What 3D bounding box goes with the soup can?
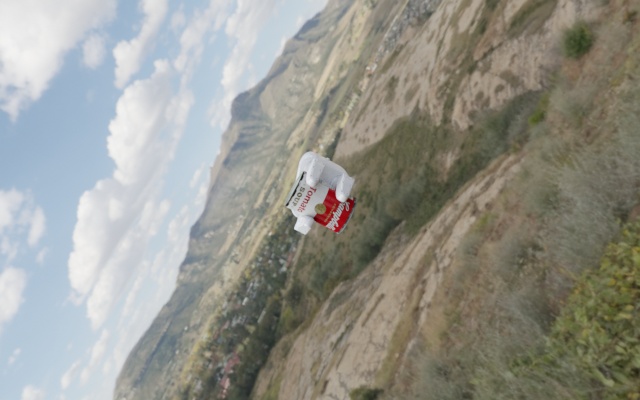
[{"bbox_3d":[0.000,0.003,0.794,0.102,0.068,0.068,28,-4,-8],"label":"soup can"}]
